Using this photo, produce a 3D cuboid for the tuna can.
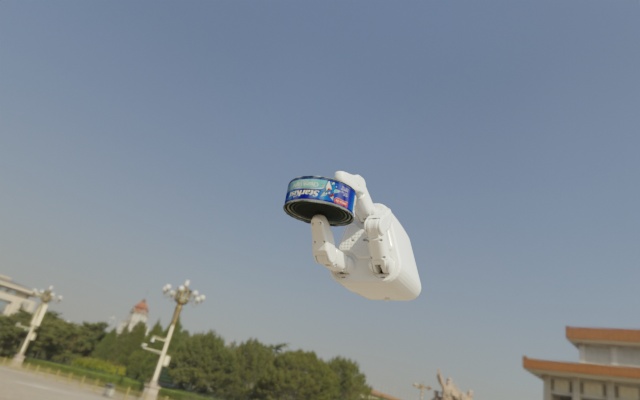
[{"bbox_3d":[0.000,0.001,0.574,0.086,0.033,0.086,9,-20,3],"label":"tuna can"}]
